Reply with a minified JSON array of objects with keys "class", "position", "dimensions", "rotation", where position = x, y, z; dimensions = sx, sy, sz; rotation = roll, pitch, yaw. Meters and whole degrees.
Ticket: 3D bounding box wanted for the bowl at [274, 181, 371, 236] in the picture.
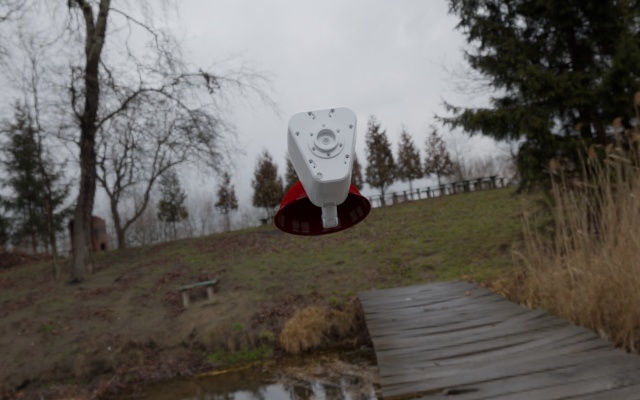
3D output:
[{"class":"bowl","position":[0.000,0.003,0.799],"dimensions":[0.162,0.055,0.162],"rotation":[-8,-27,-4]}]
